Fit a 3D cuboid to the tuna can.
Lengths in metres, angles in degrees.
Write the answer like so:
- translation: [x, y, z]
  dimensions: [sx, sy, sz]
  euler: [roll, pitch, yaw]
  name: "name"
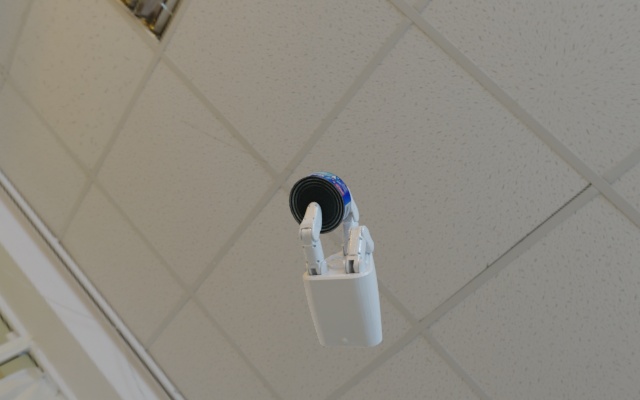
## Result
- translation: [0.000, 0.002, 0.683]
  dimensions: [0.086, 0.086, 0.033]
  euler: [0, 18, 25]
  name: "tuna can"
